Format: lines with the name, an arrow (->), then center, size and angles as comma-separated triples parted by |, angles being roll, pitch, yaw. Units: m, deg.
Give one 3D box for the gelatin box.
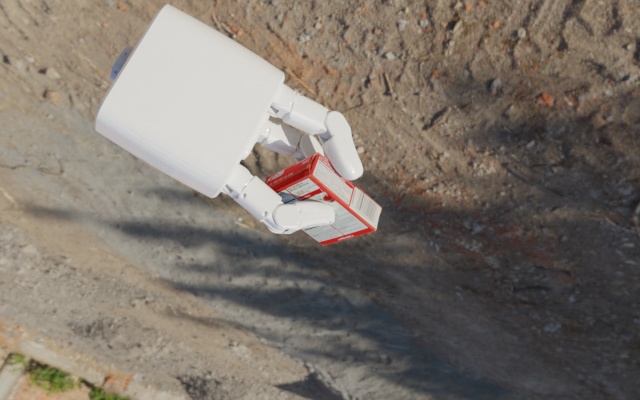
gelatin box -> 0.000, 0.002, 0.441 | 0.089, 0.030, 0.073 | 39, -38, -26
